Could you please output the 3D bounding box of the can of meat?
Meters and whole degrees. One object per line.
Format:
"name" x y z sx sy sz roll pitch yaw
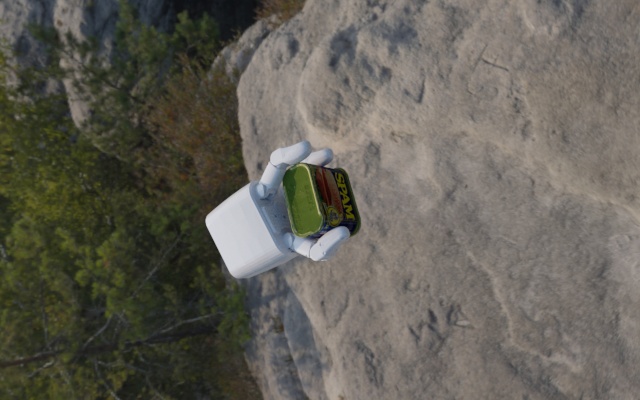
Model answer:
"can of meat" 0.000 0.002 0.639 0.057 0.102 0.084 -26 -19 34
